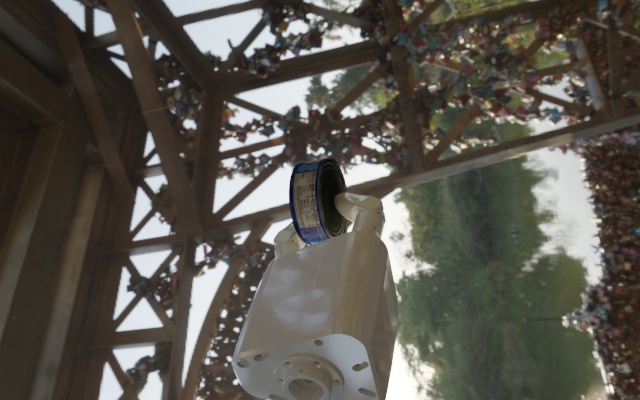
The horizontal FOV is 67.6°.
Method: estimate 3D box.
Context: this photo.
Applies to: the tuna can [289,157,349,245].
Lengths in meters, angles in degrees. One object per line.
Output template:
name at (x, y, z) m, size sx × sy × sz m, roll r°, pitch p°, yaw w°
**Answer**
tuna can at (0.000, 0.002, 0.476) m, size 0.034 × 0.086 × 0.086 m, roll -7°, pitch -2°, yaw 20°
